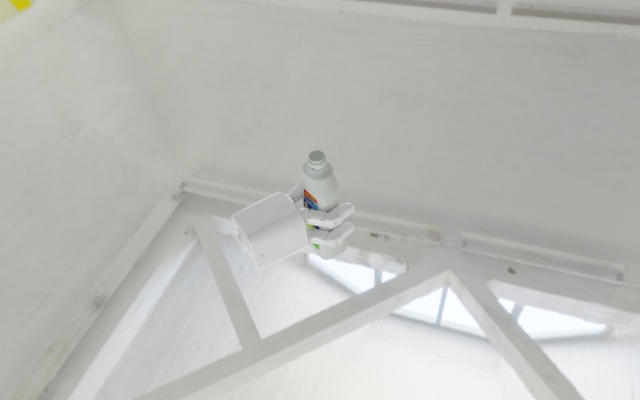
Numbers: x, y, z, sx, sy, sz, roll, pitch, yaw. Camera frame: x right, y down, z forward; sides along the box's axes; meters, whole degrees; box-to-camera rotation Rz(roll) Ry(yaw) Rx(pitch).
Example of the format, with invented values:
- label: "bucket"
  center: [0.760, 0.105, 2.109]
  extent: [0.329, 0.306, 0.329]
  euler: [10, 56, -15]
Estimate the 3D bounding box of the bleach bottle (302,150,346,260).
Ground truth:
- label: "bleach bottle"
  center: [0.000, 0.003, 0.899]
  extent: [0.068, 0.251, 0.102]
  euler: [-24, 50, -15]
